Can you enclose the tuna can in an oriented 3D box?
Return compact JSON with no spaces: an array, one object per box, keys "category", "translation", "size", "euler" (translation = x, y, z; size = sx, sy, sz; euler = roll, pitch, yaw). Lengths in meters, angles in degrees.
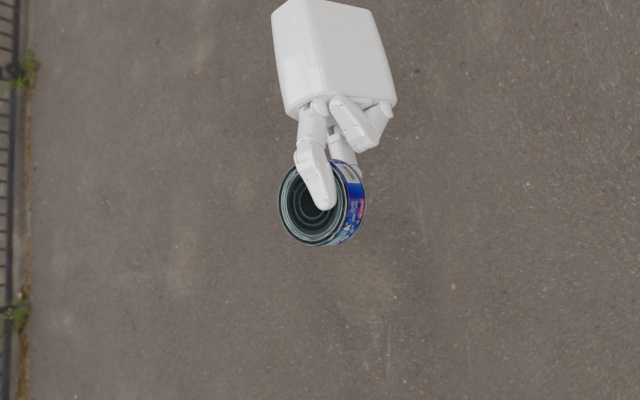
[{"category":"tuna can","translation":[0.000,0.002,0.460],"size":[0.086,0.086,0.034],"euler":[0,0,37]}]
